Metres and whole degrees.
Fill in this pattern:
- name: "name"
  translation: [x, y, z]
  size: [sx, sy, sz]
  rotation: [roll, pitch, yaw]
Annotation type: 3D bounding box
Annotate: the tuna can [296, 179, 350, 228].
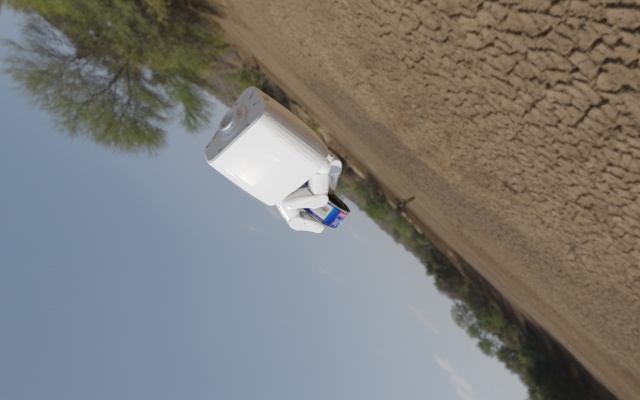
- name: "tuna can"
  translation: [0.000, 0.003, 0.700]
  size: [0.086, 0.034, 0.086]
  rotation: [37, 9, -7]
